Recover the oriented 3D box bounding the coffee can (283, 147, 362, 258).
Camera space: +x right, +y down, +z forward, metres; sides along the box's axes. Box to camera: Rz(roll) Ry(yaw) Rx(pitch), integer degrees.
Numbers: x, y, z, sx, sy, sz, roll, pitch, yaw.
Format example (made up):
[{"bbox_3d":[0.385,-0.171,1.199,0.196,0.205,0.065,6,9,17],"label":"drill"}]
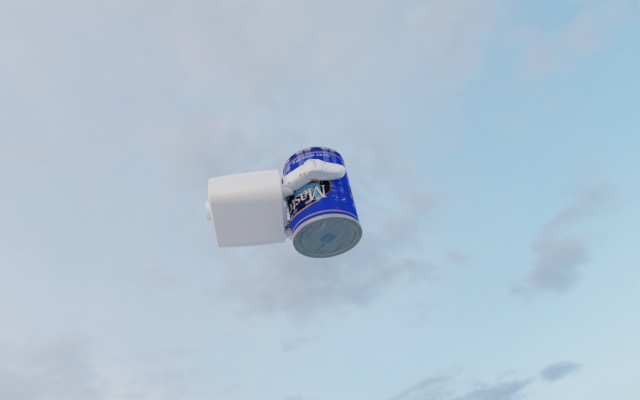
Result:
[{"bbox_3d":[0.000,0.002,0.734,0.103,0.140,0.103,-7,-39,-6],"label":"coffee can"}]
